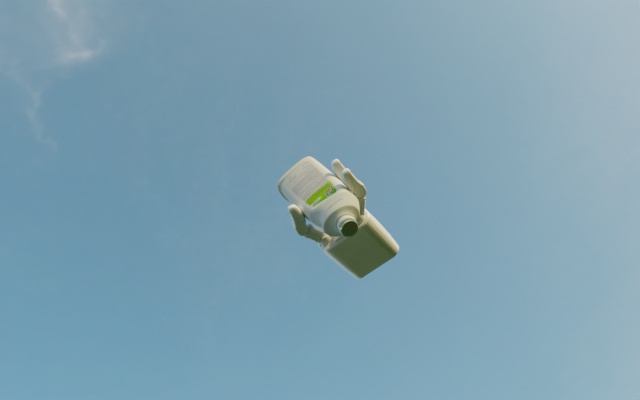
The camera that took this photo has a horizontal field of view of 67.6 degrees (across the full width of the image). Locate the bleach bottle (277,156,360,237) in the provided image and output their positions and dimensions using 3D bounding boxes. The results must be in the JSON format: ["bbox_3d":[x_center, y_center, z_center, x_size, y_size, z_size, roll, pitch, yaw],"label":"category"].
[{"bbox_3d":[0.000,0.003,0.847,0.068,0.102,0.250,45,3,-29],"label":"bleach bottle"}]
